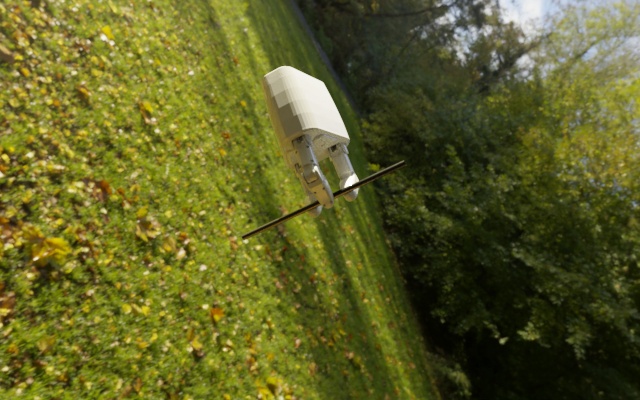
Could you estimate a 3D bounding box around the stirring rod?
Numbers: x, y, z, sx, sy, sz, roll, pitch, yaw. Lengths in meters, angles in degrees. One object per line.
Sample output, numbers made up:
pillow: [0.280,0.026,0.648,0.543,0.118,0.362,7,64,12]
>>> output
stirring rod: [0.000,0.002,0.627,0.239,0.011,0.011,-25,-6,14]
